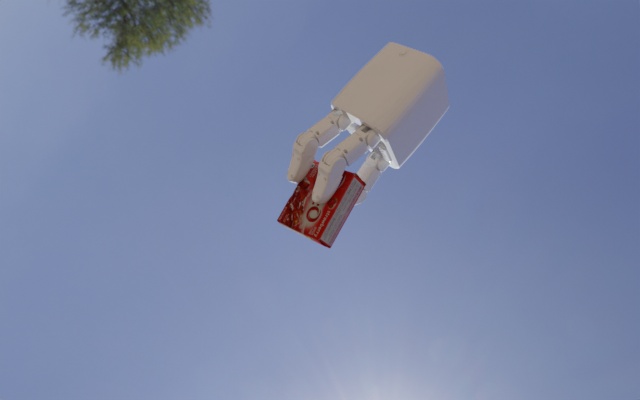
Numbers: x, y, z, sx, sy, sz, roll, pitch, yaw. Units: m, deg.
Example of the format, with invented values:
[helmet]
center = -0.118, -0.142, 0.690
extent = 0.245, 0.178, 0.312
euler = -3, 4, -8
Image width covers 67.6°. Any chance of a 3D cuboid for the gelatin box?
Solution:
[gelatin box]
center = 0.000, 0.002, 0.560
extent = 0.073, 0.089, 0.030
euler = 22, -11, 41
